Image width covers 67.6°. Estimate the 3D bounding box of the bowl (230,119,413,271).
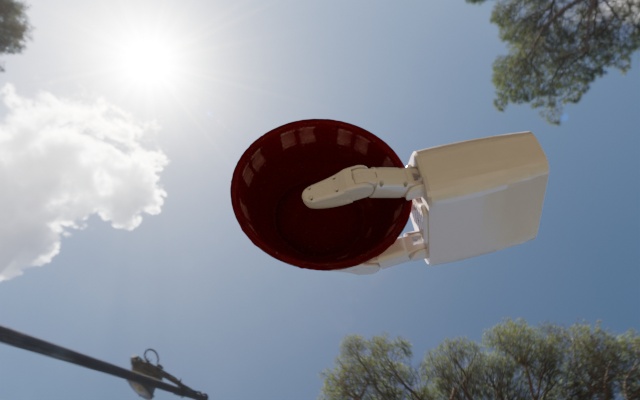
[{"bbox_3d":[-0.001,0.002,0.444,0.162,0.162,0.055,0,-33,-4],"label":"bowl"}]
